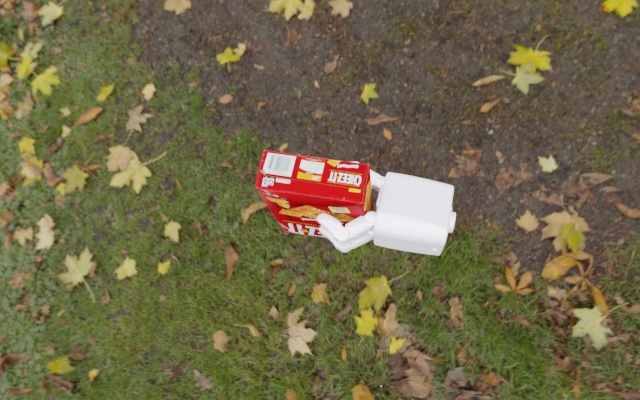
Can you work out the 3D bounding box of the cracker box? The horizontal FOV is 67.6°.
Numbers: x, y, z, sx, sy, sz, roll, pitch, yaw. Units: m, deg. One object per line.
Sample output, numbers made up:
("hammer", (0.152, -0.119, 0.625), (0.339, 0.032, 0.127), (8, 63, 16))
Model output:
("cracker box", (0.000, 0.002, 0.783), (0.164, 0.072, 0.214), (8, -20, 11))
